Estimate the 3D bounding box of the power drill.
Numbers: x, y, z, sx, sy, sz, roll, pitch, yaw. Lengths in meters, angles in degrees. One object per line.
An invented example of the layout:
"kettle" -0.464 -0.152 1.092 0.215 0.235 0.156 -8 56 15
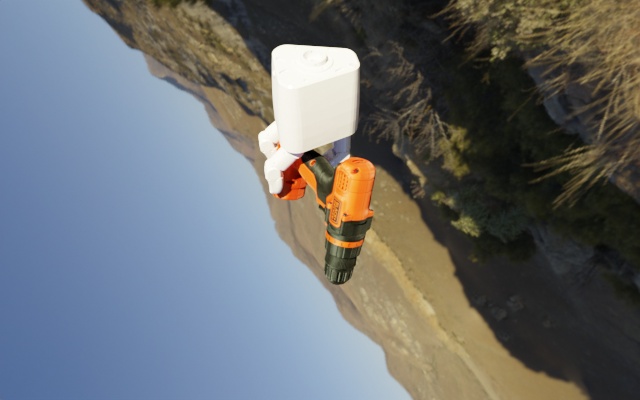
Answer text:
"power drill" 0.000 0.002 0.675 0.057 0.184 0.187 -9 32 -34
